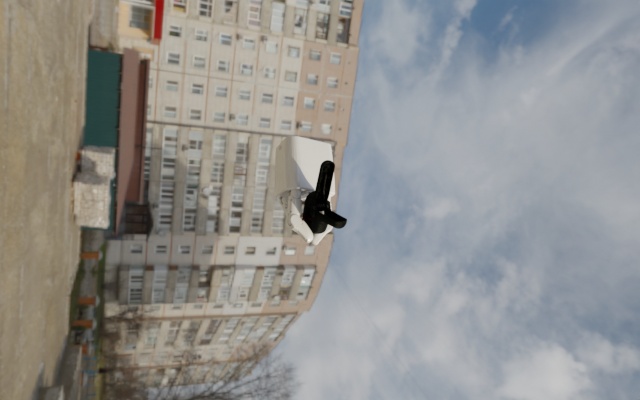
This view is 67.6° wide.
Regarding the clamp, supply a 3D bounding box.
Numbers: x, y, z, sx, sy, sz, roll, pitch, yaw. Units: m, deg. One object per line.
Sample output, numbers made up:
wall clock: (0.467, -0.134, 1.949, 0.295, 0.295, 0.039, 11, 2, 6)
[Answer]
clamp: (0.001, 0.003, 0.860, 0.039, 0.120, 0.171, 2, -13, -22)
